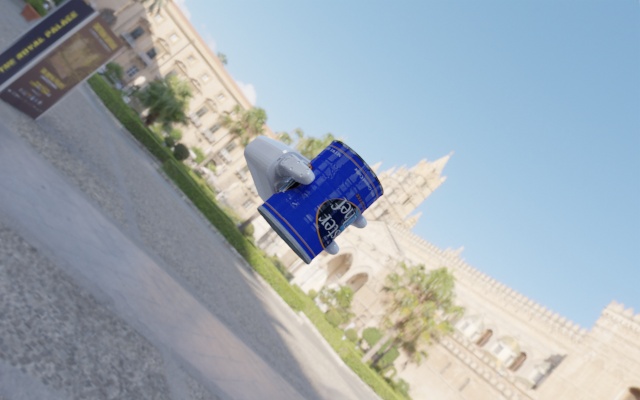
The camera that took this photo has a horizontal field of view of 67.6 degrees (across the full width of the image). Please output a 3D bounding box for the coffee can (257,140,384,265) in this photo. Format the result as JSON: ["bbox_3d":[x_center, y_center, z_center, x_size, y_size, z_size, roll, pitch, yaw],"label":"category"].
[{"bbox_3d":[0.000,0.002,0.644,0.140,0.103,0.103,-42,8,-9],"label":"coffee can"}]
